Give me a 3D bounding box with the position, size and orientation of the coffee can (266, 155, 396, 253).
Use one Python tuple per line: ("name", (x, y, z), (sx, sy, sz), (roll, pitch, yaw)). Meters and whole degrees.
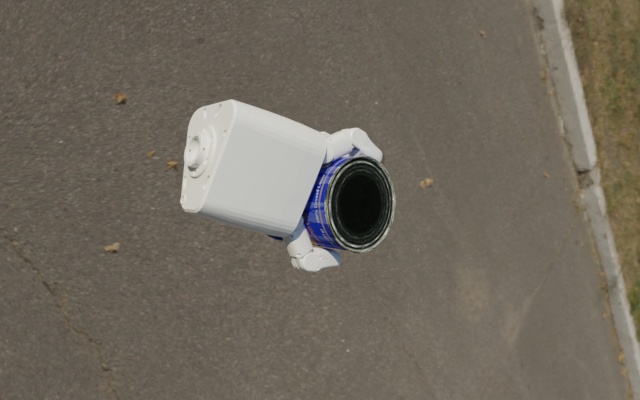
("coffee can", (0.000, 0.002, 0.551), (0.103, 0.103, 0.140), (0, 2, -40))
